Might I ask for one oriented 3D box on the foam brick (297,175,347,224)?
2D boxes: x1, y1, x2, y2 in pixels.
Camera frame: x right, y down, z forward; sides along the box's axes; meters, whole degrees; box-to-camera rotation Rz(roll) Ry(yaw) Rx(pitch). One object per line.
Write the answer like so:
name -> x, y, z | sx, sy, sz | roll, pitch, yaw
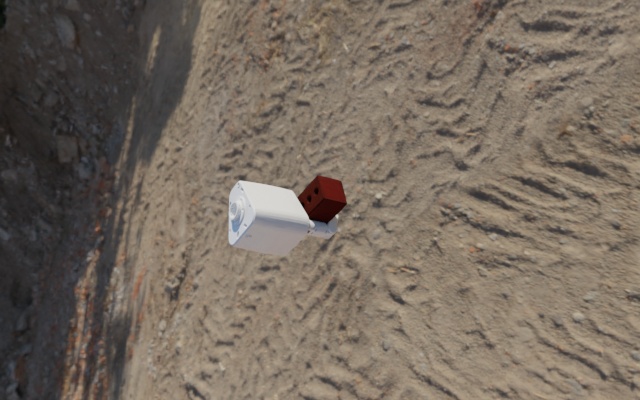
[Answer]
foam brick -> 0.000, 0.002, 0.833 | 0.051, 0.053, 0.078 | 14, -45, -34
